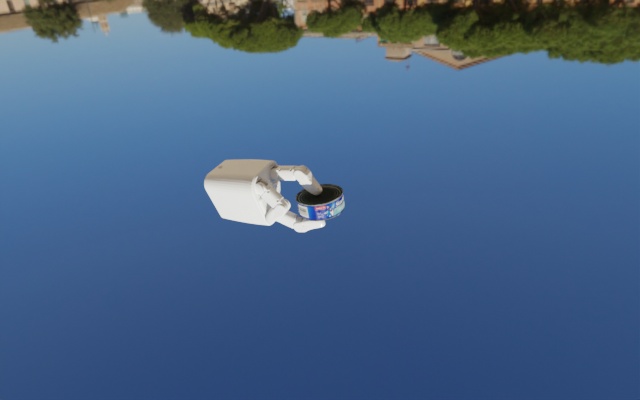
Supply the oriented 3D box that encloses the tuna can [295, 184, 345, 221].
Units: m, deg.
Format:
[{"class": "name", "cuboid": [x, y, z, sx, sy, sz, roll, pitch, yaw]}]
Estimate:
[{"class": "tuna can", "cuboid": [0.000, 0.003, 0.856, 0.086, 0.034, 0.086, -8, 25, 4]}]
